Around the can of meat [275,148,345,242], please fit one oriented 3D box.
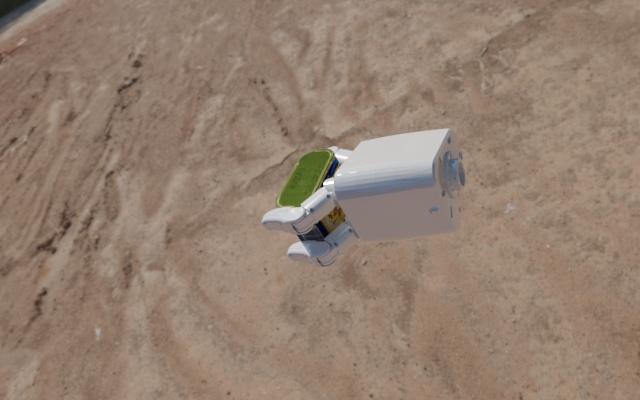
[{"bbox_3d":[0.000,0.002,0.562,0.057,0.102,0.084,-4,-45,33],"label":"can of meat"}]
